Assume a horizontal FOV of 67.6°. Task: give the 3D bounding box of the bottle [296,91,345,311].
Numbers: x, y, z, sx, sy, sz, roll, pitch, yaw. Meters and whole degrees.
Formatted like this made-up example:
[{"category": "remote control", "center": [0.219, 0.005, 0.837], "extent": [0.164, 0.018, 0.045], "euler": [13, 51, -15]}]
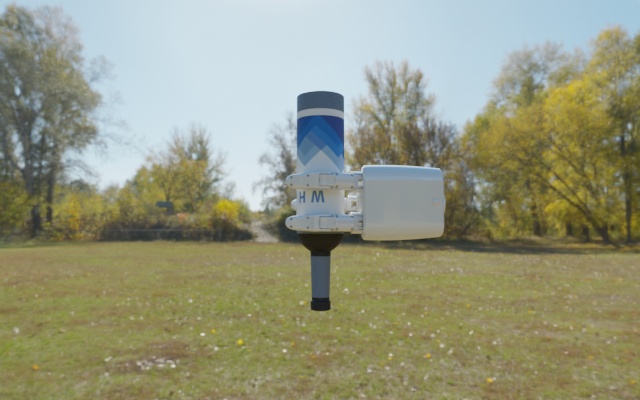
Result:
[{"category": "bottle", "center": [0.000, 0.002, 0.660], "extent": [0.069, 0.295, 0.069], "euler": [0, -3, 0]}]
